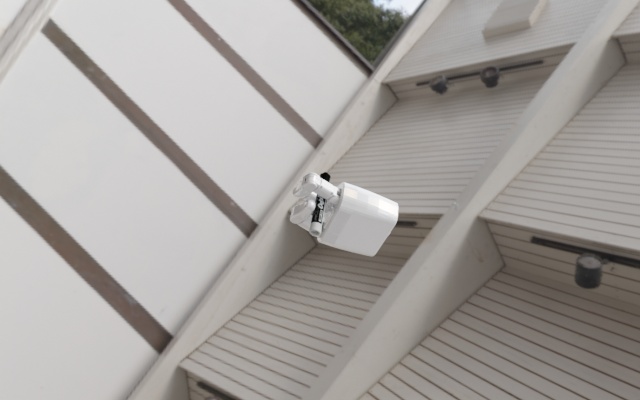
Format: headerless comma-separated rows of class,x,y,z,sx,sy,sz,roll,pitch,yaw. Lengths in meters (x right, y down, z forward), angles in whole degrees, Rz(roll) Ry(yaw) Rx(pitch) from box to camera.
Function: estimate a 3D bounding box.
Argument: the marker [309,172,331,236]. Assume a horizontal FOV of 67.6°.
marker,0.000,0.003,0.790,0.020,0.121,0.020,7,-34,5
